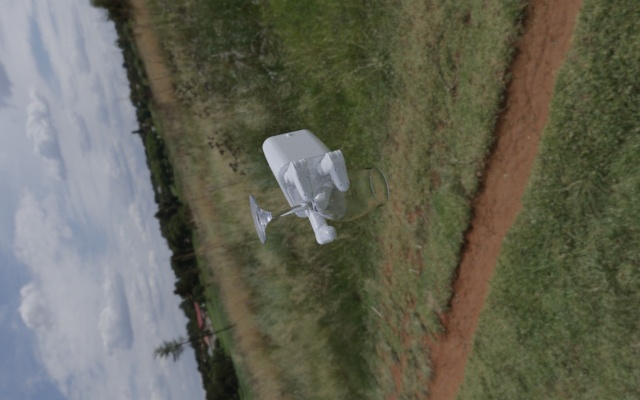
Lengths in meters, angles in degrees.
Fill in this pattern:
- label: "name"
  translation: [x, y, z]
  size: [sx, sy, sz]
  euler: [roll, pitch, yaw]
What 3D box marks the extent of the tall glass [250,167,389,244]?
- label: "tall glass"
  translation: [0.000, 0.003, 0.719]
  size: [0.201, 0.079, 0.079]
  euler: [-15, 4, -15]
